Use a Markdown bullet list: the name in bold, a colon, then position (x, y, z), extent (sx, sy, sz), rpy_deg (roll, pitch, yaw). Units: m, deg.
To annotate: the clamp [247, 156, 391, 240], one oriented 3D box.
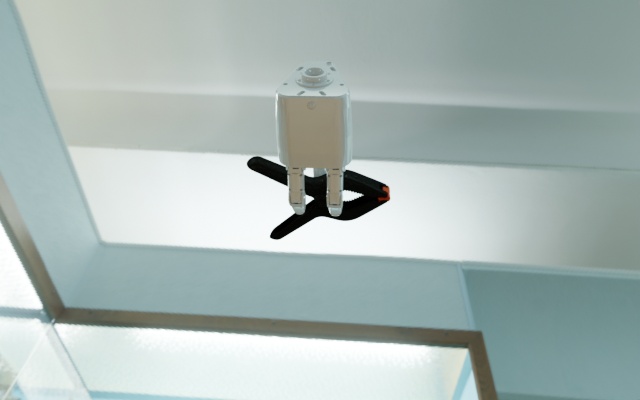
- **clamp**: position (0.001, 0.002, 0.735), extent (0.210, 0.165, 0.036), rpy_deg (1, 43, 4)
